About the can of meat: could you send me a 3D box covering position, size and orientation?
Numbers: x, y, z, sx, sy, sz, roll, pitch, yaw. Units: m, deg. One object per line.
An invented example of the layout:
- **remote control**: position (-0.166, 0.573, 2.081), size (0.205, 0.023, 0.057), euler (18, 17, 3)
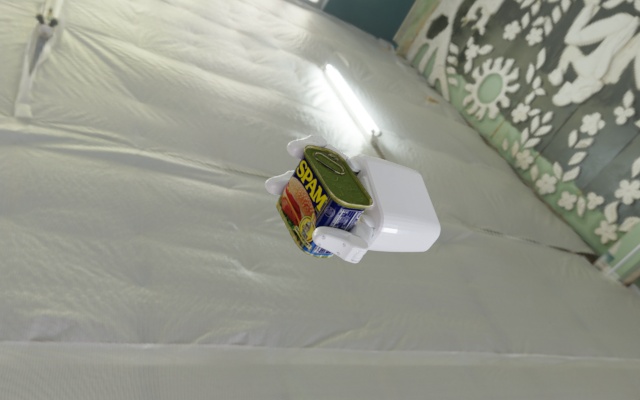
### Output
- **can of meat**: position (0.000, 0.002, 0.539), size (0.057, 0.084, 0.102), euler (7, 38, -37)
